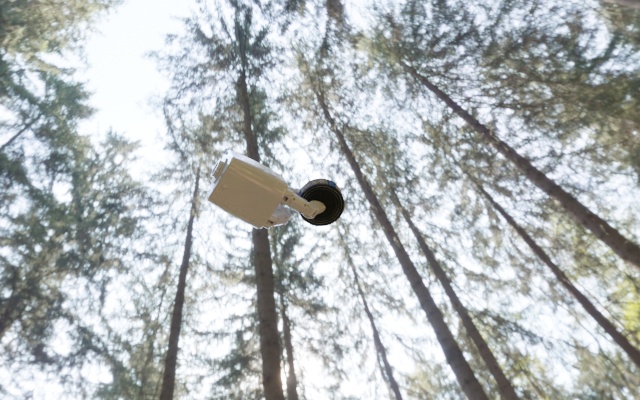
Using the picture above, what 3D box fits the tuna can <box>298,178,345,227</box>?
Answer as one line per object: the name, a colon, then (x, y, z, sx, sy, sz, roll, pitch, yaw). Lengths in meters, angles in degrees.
tuna can: (0.000, 0.003, 0.881, 0.086, 0.086, 0.033, 0, 25, -5)
